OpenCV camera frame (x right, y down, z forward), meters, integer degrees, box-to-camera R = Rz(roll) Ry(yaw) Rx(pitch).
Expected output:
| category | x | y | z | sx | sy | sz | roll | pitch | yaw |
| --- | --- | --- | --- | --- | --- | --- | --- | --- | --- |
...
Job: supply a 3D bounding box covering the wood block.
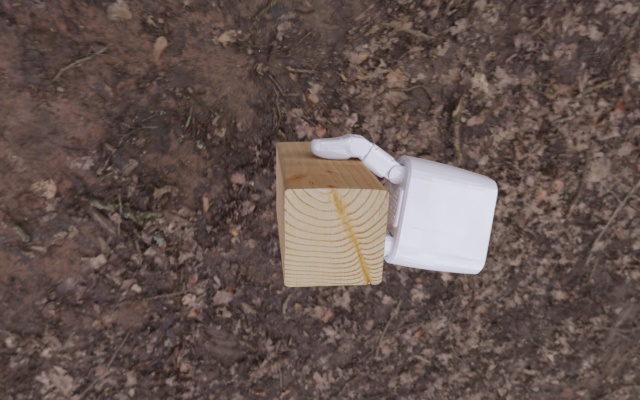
| category | x | y | z | sx | sy | sz | roll | pitch | yaw |
| --- | --- | --- | --- | --- | --- | --- | --- | --- | --- |
| wood block | 0.001 | 0.001 | 0.503 | 0.090 | 0.091 | 0.206 | 0 | 17 | -8 |
